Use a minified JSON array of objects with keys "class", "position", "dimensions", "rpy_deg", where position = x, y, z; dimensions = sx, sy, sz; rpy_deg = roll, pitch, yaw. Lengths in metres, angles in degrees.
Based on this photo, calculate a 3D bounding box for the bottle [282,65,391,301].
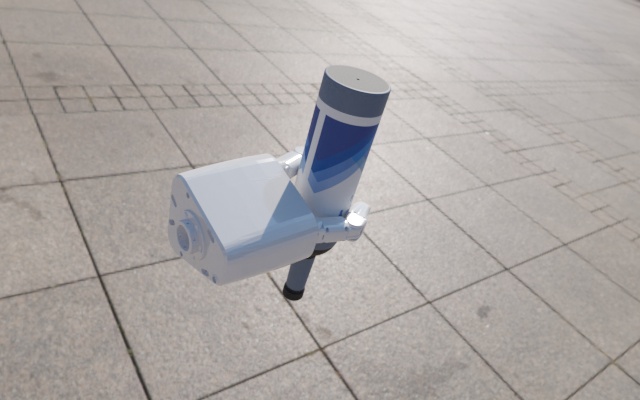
[{"class":"bottle","position":[0.000,0.002,0.536],"dimensions":[0.069,0.296,0.069],"rpy_deg":[12,33,-8]}]
